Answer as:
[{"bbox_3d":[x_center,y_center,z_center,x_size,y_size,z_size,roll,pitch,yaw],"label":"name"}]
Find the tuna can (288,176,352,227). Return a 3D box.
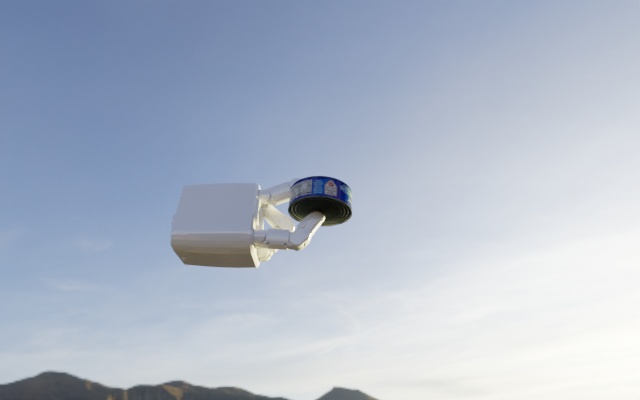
[{"bbox_3d":[0.000,0.002,0.642,0.086,0.033,0.086,3,-28,1],"label":"tuna can"}]
